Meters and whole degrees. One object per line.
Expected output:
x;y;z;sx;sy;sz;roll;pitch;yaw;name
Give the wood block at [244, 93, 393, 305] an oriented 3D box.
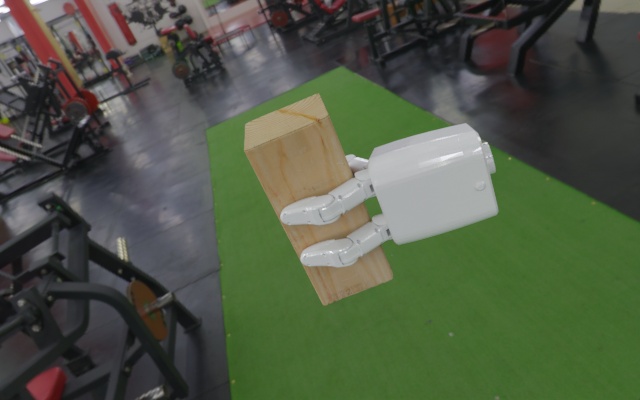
0.000;0.001;0.532;0.090;0.206;0.090;-22;27;4;wood block
